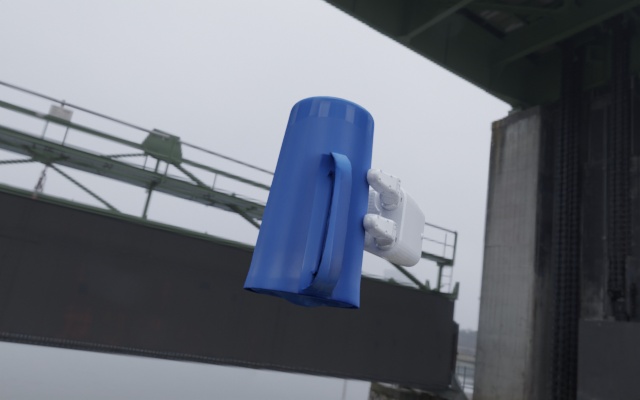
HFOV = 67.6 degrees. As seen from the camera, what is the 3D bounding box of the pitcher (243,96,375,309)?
[{"bbox_3d":[0.000,0.002,0.565,0.149,0.242,0.145,0,-17,32],"label":"pitcher"}]
